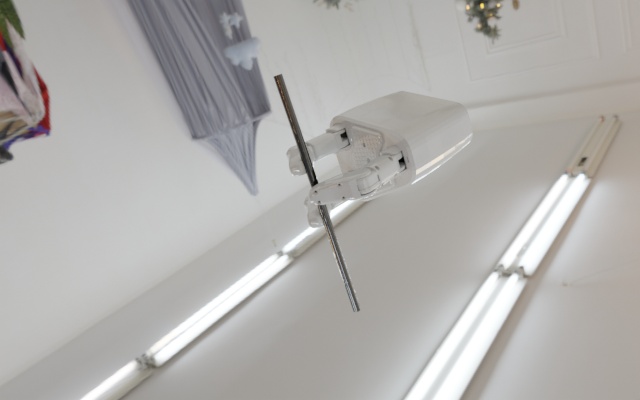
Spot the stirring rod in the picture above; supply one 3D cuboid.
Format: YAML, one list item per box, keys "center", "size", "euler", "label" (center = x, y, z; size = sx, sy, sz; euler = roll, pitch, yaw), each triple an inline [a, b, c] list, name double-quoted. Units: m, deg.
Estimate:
- center: [0.000, 0.001, 0.445]
  size: [0.011, 0.239, 0.011]
  euler: [-17, 18, 6]
  label: "stirring rod"
